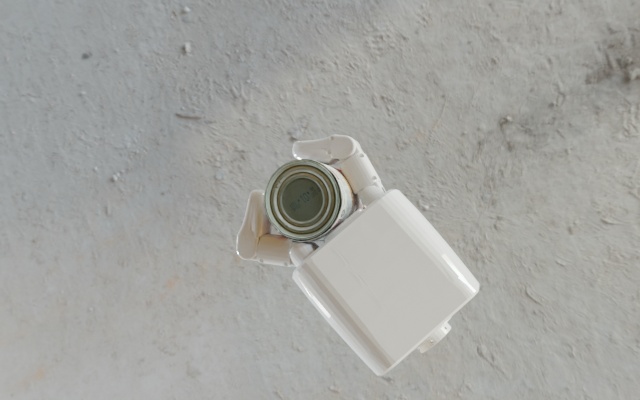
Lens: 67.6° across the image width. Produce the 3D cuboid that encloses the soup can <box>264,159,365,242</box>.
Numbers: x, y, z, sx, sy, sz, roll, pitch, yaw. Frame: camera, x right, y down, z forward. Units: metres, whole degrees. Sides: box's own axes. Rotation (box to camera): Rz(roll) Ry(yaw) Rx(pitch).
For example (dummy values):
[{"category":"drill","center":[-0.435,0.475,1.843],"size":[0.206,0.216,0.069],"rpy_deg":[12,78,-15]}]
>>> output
[{"category":"soup can","center":[0.000,0.001,0.428],"size":[0.068,0.068,0.102],"rpy_deg":[0,-2,18]}]
